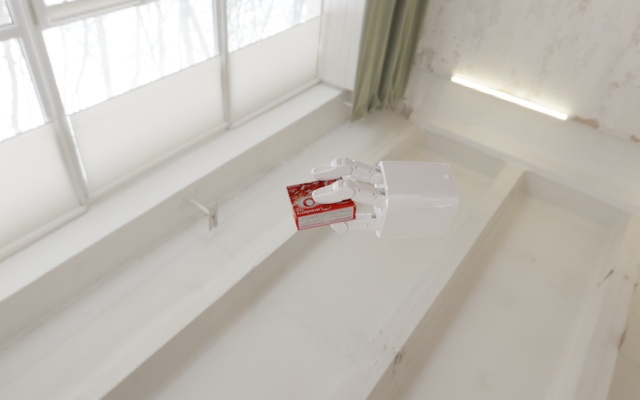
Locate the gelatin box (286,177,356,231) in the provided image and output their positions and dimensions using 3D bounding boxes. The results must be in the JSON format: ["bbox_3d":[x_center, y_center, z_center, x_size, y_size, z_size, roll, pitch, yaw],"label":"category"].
[{"bbox_3d":[0.000,0.003,0.699,0.089,0.030,0.073,-11,41,-9],"label":"gelatin box"}]
